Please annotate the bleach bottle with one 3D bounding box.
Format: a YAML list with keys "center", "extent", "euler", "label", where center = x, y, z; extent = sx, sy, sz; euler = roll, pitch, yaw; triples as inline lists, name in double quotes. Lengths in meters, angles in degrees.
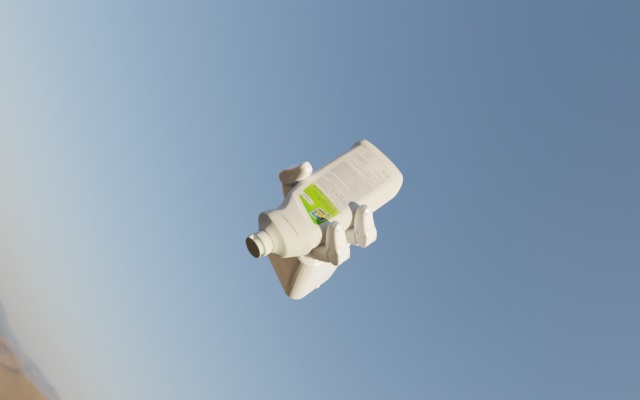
- center: [0.000, 0.002, 0.654]
  extent: [0.250, 0.102, 0.068]
  euler: [-29, -25, -36]
  label: "bleach bottle"
